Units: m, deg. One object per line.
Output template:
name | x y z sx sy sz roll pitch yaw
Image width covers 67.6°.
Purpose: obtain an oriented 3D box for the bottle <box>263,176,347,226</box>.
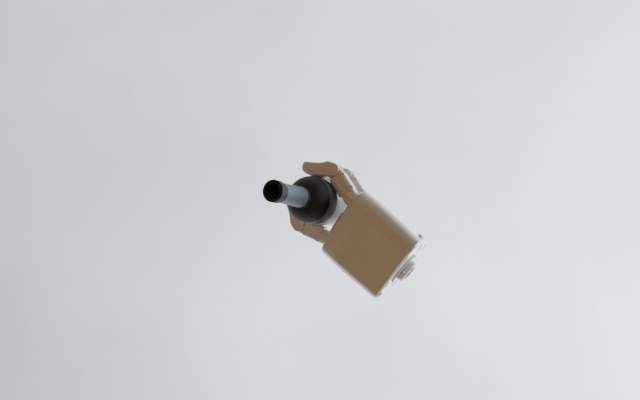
bottle | 0.000 0.002 0.698 0.069 0.069 0.296 0 -5 23
